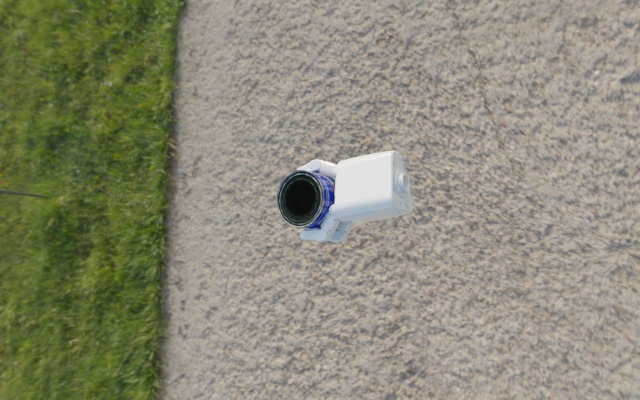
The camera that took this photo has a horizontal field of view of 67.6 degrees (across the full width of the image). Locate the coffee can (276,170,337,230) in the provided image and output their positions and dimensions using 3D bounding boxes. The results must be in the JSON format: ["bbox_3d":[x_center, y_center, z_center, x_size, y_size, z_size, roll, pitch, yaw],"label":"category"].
[{"bbox_3d":[0.000,0.003,0.891,0.103,0.103,0.140,0,-5,33],"label":"coffee can"}]
